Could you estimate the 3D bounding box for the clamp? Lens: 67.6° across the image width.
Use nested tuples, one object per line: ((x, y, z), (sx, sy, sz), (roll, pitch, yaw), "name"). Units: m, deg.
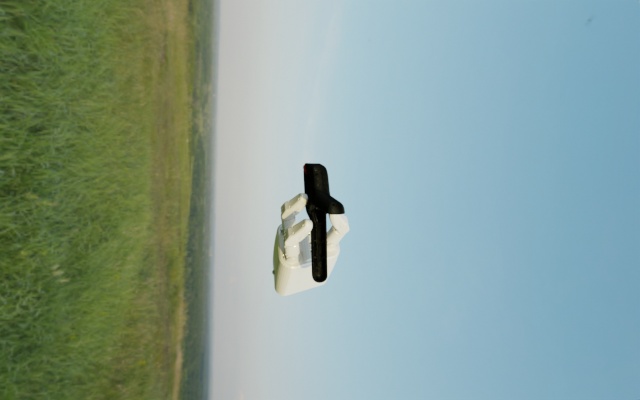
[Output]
((0.001, 0.002, 0.769), (0.036, 0.209, 0.165), (2, -41, -13), "clamp")
